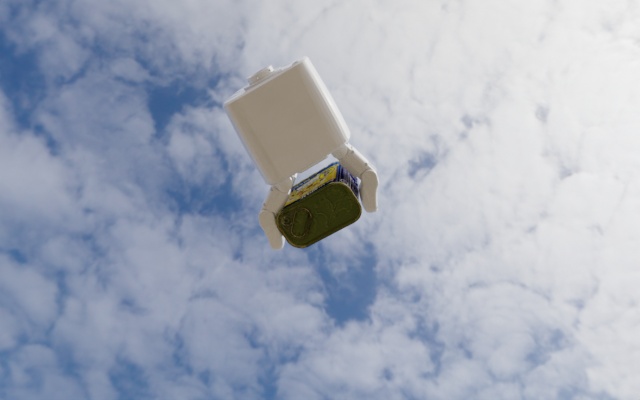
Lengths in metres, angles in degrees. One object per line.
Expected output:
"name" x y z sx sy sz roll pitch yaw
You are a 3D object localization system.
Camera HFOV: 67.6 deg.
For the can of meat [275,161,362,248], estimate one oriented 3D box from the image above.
"can of meat" 0.000 0.002 0.598 0.102 0.057 0.084 -29 19 16
